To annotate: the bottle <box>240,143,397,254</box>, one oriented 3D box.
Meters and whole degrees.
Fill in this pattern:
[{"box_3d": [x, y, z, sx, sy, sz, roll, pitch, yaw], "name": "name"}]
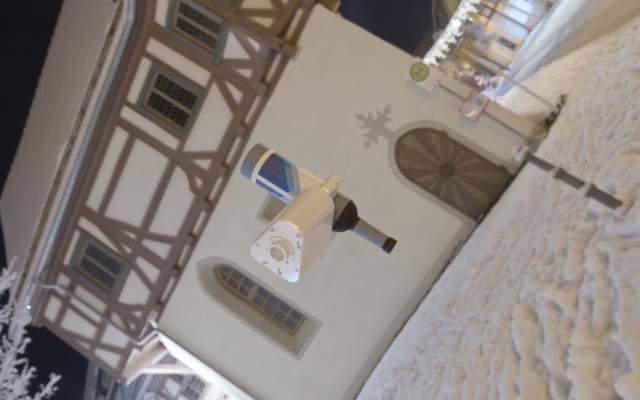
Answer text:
[{"box_3d": [0.000, 0.003, 0.829, 0.295, 0.069, 0.069, 32, 5, 8], "name": "bottle"}]
